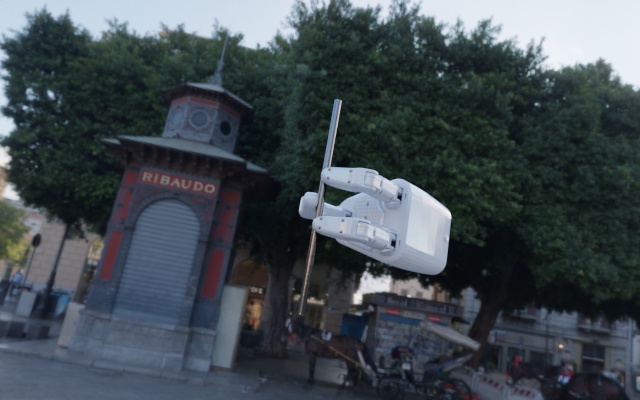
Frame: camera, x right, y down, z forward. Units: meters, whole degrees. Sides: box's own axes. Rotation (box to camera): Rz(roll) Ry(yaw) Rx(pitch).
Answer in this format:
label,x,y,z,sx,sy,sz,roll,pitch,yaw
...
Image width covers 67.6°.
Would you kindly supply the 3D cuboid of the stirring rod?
label,x,y,z,sx,sy,sz,roll,pitch,yaw
stirring rod,0.000,0.002,0.516,0.011,0.239,0.011,9,-13,2
